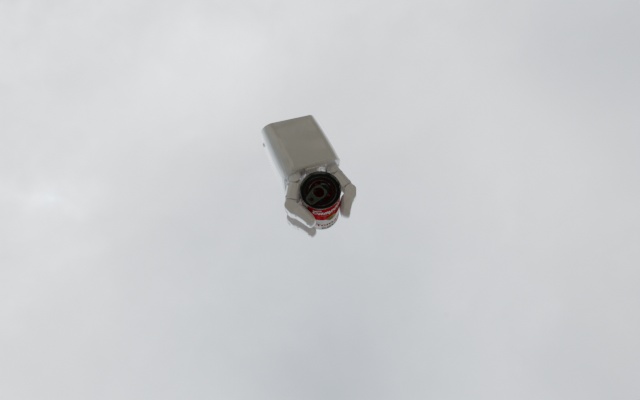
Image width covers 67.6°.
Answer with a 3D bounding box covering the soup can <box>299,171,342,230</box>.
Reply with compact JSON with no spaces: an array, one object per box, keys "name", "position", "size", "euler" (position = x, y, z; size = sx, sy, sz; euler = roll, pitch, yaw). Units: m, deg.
[{"name":"soup can","position":[0.000,0.003,0.814],"size":[0.068,0.068,0.102],"euler":[0,-23,0]}]
